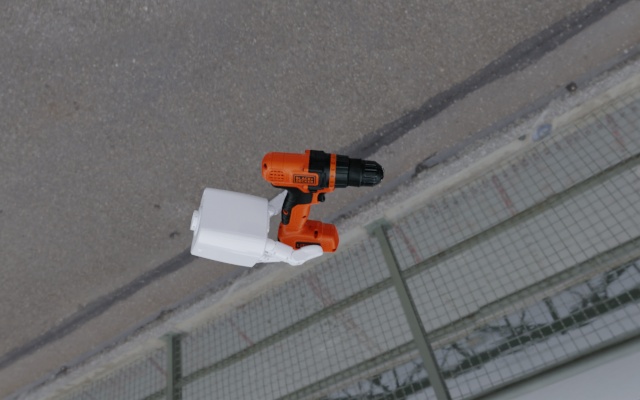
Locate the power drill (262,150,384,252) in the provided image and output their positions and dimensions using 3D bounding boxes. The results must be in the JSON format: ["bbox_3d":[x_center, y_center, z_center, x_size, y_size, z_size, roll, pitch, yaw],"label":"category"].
[{"bbox_3d":[0.000,0.003,0.766,0.184,0.188,0.057,5,42,1],"label":"power drill"}]
